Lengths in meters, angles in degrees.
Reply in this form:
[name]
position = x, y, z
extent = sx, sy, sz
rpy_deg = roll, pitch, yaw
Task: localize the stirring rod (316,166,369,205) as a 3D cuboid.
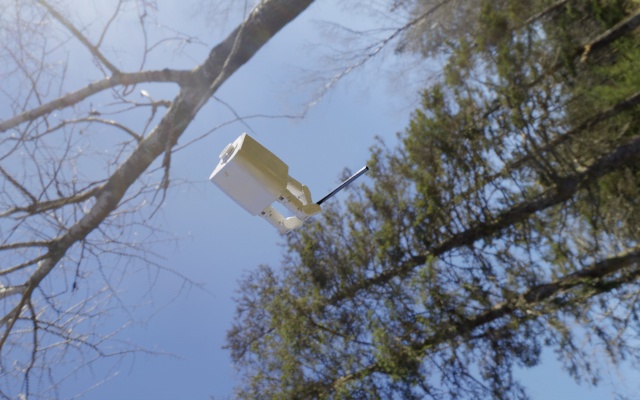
[stirring rod]
position = 0.000, 0.003, 0.882
extent = 0.239, 0.011, 0.011
rpy_deg = -36, -23, 35
